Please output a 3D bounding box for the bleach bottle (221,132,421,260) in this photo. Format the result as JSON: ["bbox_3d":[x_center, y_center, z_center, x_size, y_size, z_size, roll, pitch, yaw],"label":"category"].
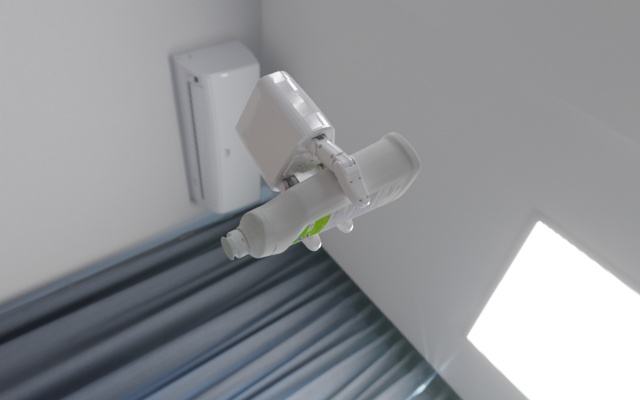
[{"bbox_3d":[0.000,0.002,0.575,0.251,0.068,0.103,-25,-22,-28],"label":"bleach bottle"}]
